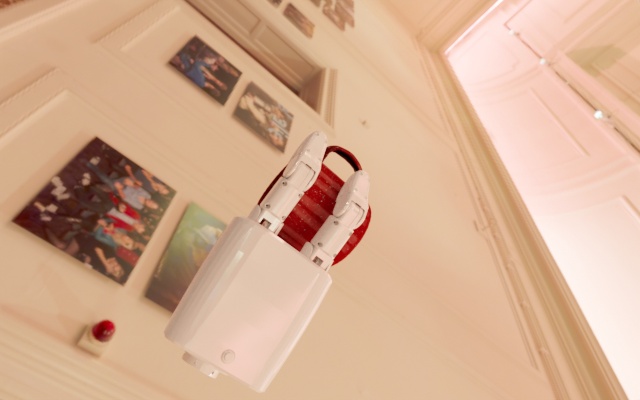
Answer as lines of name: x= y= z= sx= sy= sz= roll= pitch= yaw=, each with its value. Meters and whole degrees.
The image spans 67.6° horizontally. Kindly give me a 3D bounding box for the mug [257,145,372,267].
mug: x=0.001 y=0.000 z=0.463 sx=0.081 sy=0.117 sz=0.093 roll=39 pitch=-19 yaw=-19
